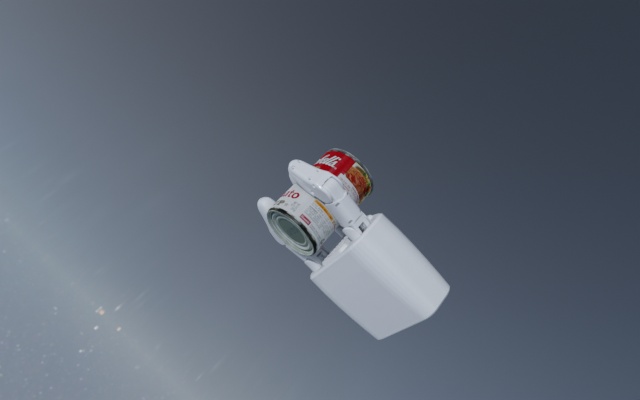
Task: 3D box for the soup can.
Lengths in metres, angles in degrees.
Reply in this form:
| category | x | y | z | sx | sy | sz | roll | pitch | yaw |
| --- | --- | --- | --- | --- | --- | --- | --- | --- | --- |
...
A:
| category | x | y | z | sx | sy | sz | roll | pitch | yaw |
| --- | --- | --- | --- | --- | --- | --- | --- | --- | --- |
| soup can | 0.000 | 0.001 | 0.512 | 0.102 | 0.068 | 0.068 | -46 | 24 | -26 |
